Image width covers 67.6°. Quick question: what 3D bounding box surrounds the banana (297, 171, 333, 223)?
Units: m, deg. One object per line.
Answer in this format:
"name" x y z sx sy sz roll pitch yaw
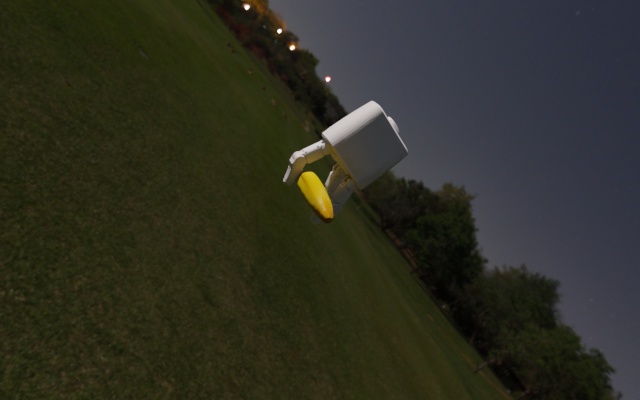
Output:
"banana" -0.010 -0.013 0.786 0.037 0.069 0.197 -32 11 -1
